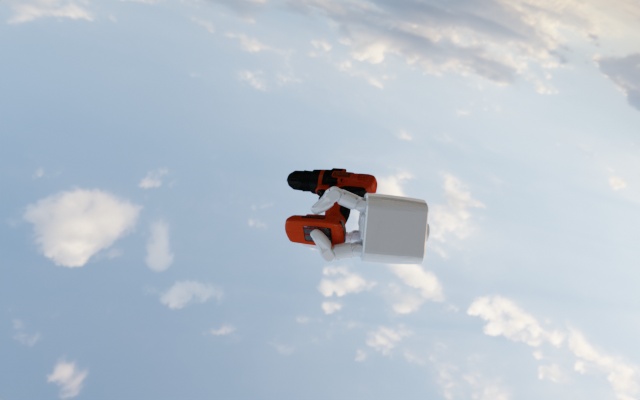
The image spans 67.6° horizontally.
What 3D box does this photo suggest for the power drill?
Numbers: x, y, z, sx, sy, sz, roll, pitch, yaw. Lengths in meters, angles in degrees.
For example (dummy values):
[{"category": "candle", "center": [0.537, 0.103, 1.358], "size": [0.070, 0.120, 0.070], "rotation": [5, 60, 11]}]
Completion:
[{"category": "power drill", "center": [0.000, 0.003, 0.891], "size": [0.184, 0.057, 0.187], "rotation": [4, 38, 19]}]
